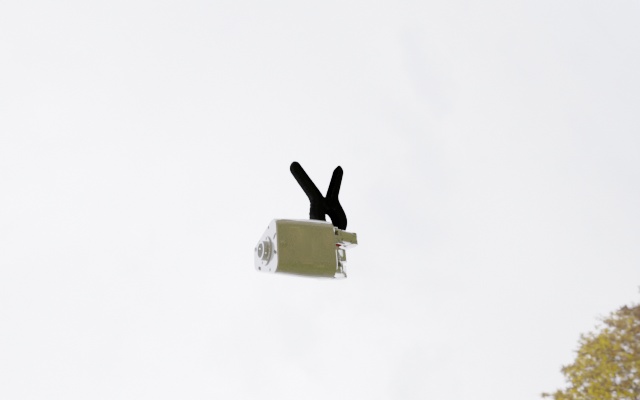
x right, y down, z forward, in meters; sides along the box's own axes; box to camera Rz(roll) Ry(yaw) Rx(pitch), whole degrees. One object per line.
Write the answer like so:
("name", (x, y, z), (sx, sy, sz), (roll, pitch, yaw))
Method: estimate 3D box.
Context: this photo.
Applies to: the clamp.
("clamp", (0.000, 0.003, 0.865), (0.120, 0.171, 0.039), (8, -29, -30))
